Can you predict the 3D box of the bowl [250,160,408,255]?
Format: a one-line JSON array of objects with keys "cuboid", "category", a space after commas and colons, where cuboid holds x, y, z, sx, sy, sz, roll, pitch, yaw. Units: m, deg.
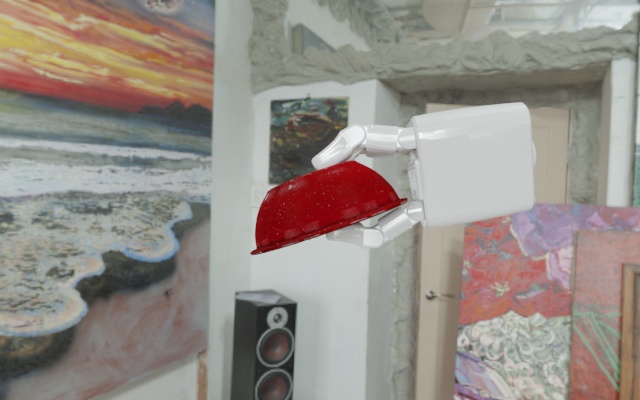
[{"cuboid": [-0.001, 0.002, 0.468, 0.162, 0.055, 0.162, -20, 0, 0], "category": "bowl"}]
